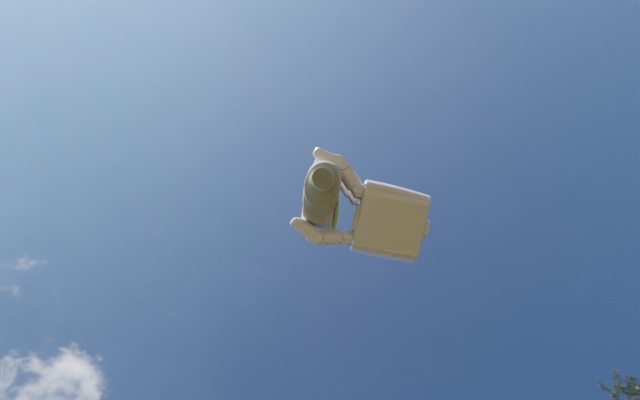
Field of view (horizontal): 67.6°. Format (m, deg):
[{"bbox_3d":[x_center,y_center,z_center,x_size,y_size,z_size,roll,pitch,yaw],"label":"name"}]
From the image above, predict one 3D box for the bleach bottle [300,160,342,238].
[{"bbox_3d":[0.000,0.002,0.773,0.068,0.102,0.251,12,-12,3],"label":"bleach bottle"}]
